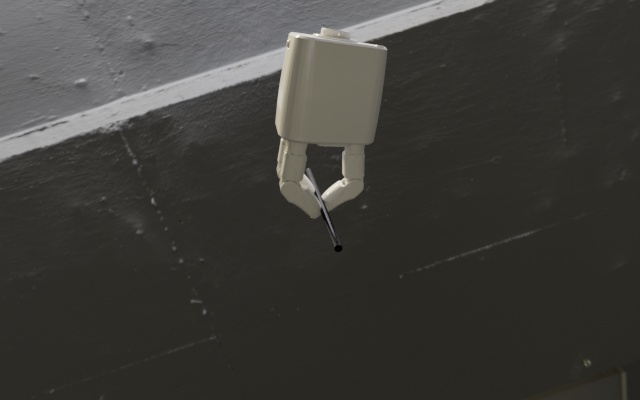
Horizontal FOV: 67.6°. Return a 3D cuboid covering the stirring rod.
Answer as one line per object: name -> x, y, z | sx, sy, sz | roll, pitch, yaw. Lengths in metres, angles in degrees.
stirring rod -> 0.000, 0.002, 0.565 | 0.011, 0.011, 0.239 | 0, 21, -9
